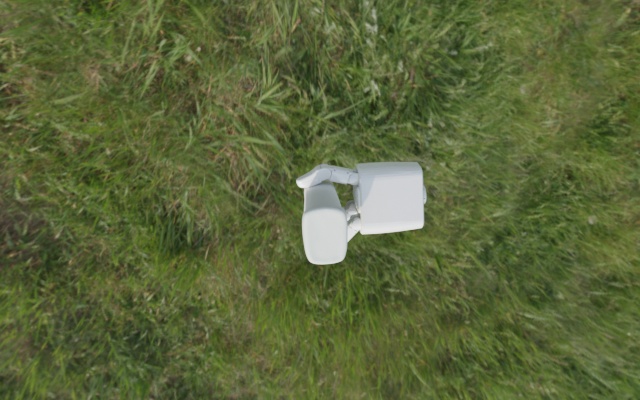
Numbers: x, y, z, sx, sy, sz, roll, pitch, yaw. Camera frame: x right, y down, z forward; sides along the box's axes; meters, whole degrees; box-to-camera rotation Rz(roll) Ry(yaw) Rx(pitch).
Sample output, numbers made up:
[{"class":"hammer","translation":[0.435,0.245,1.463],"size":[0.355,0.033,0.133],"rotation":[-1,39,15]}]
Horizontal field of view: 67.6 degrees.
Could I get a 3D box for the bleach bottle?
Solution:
[{"class":"bleach bottle","translation":[0.000,0.003,0.822],"size":[0.068,0.103,0.250],"rotation":[-4,26,-2]}]
